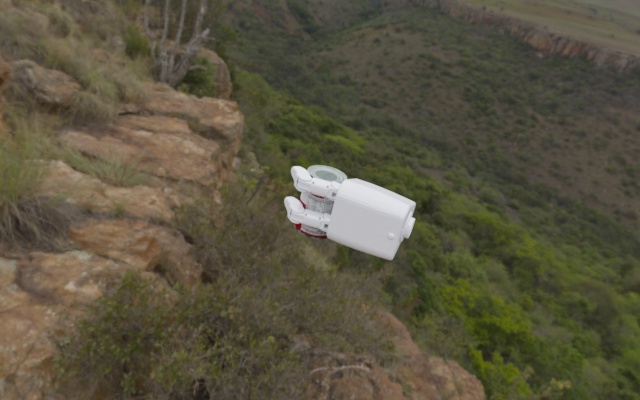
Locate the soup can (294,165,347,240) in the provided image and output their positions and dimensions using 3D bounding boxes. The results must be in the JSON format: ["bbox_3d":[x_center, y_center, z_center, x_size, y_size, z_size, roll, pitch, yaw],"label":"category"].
[{"bbox_3d":[0.000,0.002,0.772,0.068,0.102,0.068,11,26,-5],"label":"soup can"}]
